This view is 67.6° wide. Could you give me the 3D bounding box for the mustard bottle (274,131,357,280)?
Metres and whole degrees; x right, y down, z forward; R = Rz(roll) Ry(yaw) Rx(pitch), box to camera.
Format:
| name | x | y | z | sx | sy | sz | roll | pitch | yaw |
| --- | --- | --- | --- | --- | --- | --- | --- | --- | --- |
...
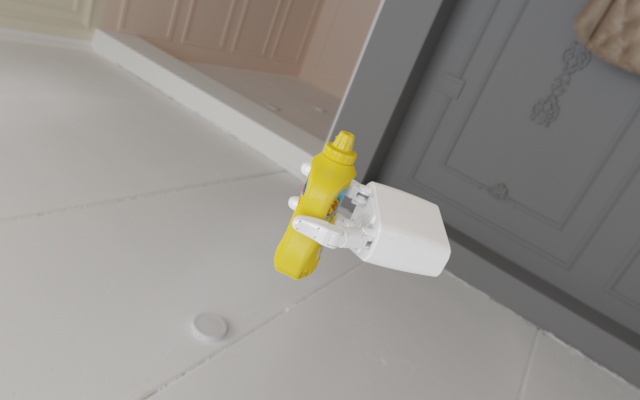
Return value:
| name | x | y | z | sx | sy | sz | roll | pitch | yaw |
| --- | --- | --- | --- | --- | --- | --- | --- | --- | --- |
| mustard bottle | 0.000 | 0.002 | 0.610 | 0.058 | 0.192 | 0.096 | 26 | 22 | 7 |
